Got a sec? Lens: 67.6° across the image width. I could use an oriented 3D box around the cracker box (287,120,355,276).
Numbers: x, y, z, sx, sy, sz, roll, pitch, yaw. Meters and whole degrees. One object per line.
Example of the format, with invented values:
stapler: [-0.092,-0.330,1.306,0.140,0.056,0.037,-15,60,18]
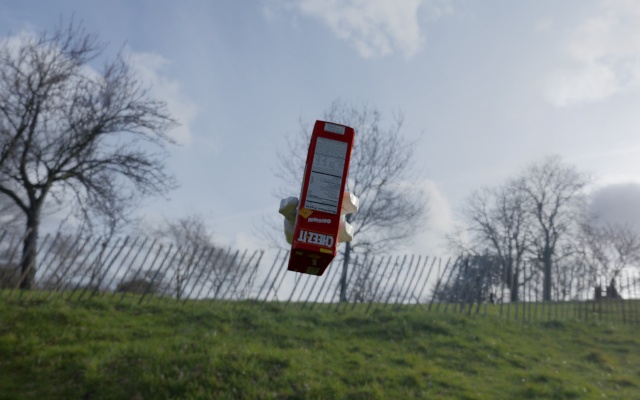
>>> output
cracker box: [0.000,0.002,0.784,0.072,0.213,0.164,10,-20,-3]
